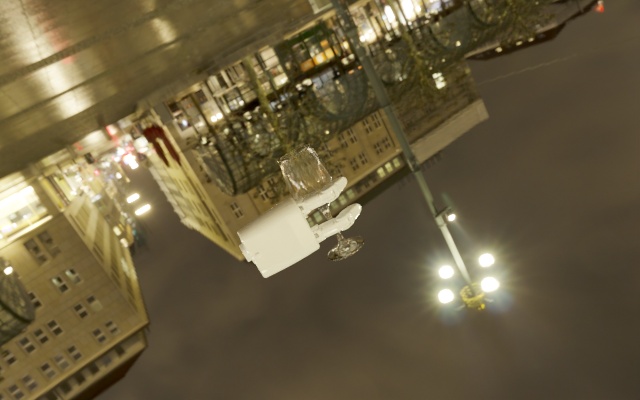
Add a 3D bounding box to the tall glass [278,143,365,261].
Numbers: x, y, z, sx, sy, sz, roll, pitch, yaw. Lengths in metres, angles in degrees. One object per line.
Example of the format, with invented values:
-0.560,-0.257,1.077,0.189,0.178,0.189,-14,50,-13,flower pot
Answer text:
0.001,0.003,0.832,0.079,0.201,0.079,-26,16,8,tall glass
